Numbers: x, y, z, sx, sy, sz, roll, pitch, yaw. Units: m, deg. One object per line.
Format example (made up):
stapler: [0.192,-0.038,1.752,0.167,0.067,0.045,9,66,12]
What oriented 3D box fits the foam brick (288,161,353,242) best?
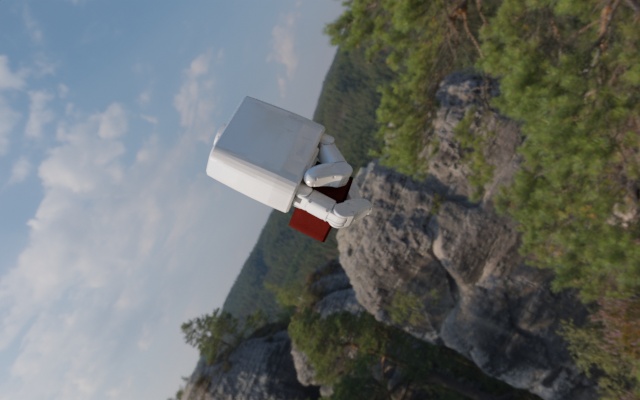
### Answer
foam brick: [0.000,0.002,0.596,0.051,0.078,0.053,24,41,-1]
